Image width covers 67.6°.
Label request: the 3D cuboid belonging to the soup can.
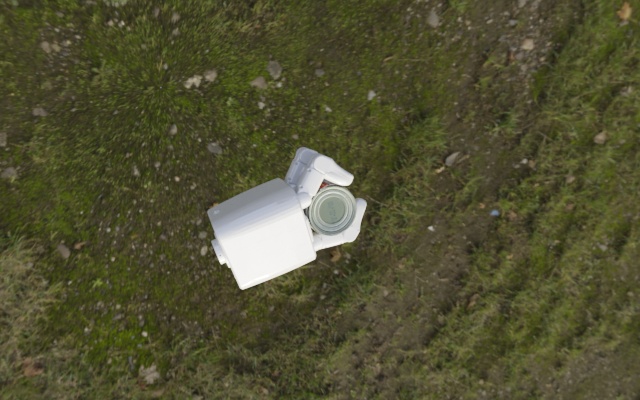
[{"bbox_3d":[0.001,0.002,0.644,0.068,0.068,0.102,0,13,-18],"label":"soup can"}]
